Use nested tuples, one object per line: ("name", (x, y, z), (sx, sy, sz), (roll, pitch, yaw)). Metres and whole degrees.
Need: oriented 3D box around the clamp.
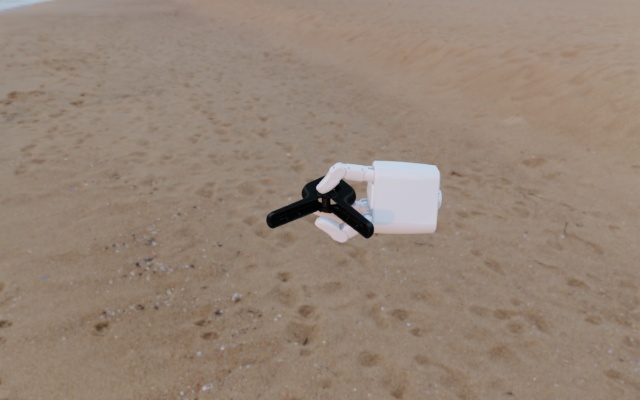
("clamp", (0.000, 0.002, 0.801), (0.164, 0.036, 0.210), (4, 24, -1))
